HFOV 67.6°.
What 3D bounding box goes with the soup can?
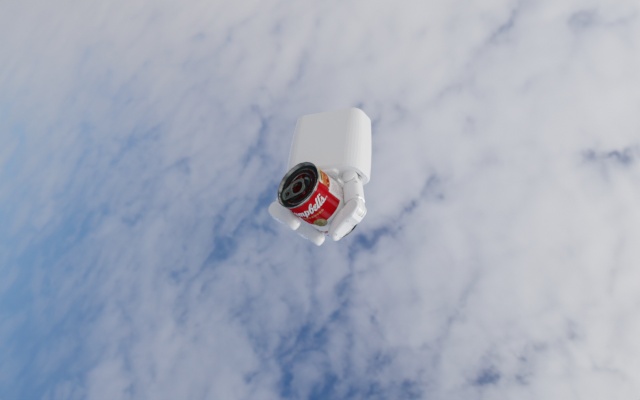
[{"bbox_3d":[0.000,0.003,0.647,0.068,0.068,0.102,0,-27,42],"label":"soup can"}]
